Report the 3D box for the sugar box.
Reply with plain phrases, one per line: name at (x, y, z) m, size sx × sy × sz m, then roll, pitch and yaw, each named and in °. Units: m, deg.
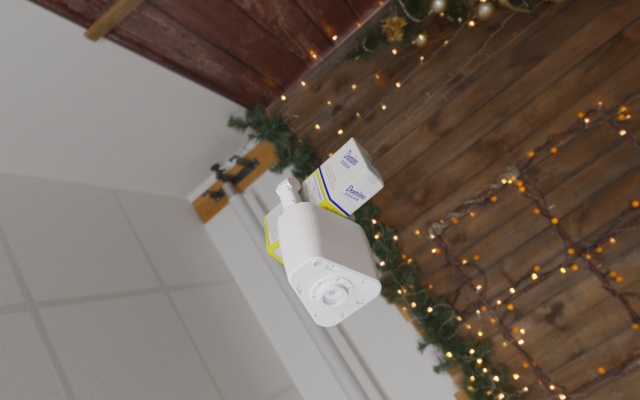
sugar box at (0.000, 0.003, 0.650) m, size 0.048 × 0.176 × 0.093 m, roll 43°, pitch 17°, yaw -30°
